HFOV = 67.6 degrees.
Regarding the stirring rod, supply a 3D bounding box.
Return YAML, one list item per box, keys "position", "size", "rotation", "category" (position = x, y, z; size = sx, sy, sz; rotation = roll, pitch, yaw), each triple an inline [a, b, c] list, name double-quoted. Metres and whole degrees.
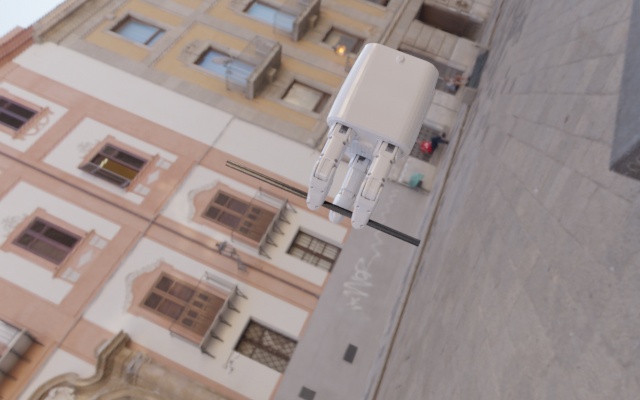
- position: [0.000, 0.002, 0.547]
  size: [0.239, 0.011, 0.011]
  rotation: [23, 3, 7]
  category: "stirring rod"
